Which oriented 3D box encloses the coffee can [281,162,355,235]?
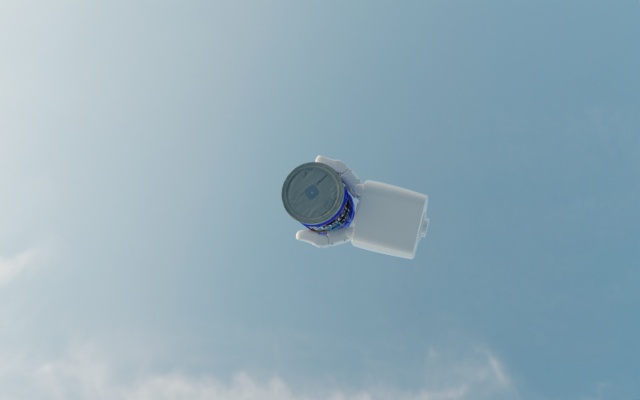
[{"bbox_3d":[0.000,0.003,0.827,0.103,0.102,0.140,0,-13,12],"label":"coffee can"}]
